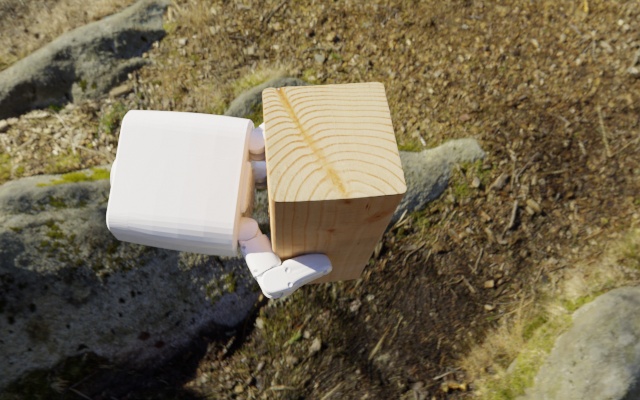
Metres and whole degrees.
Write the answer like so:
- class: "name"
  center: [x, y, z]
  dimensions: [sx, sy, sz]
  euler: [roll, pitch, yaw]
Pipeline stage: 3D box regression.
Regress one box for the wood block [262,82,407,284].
- class: "wood block"
  center: [0.000, 0.002, 0.412]
  dimensions: [0.090, 0.090, 0.206]
  euler: [-4, -24, -7]
